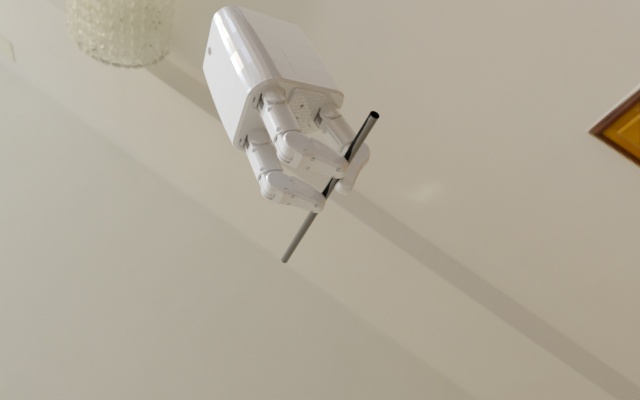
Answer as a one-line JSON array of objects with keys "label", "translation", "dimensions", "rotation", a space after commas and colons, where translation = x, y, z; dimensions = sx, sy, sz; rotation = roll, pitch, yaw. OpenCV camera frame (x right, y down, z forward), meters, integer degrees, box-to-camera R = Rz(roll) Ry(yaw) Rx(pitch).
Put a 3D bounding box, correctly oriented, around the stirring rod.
[{"label": "stirring rod", "translation": [0.000, 0.001, 0.453], "dimensions": [0.011, 0.011, 0.240], "rotation": [0, -34, -24]}]
